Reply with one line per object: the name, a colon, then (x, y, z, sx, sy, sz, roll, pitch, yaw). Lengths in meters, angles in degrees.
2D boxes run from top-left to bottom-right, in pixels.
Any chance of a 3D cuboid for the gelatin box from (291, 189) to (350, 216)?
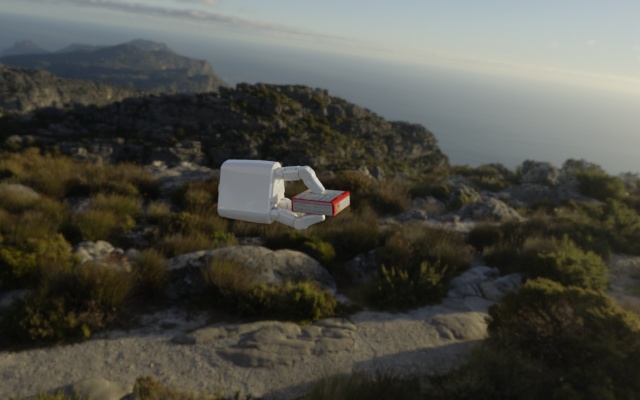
gelatin box: (0.000, 0.002, 0.890, 0.089, 0.030, 0.073, 5, 18, 26)
